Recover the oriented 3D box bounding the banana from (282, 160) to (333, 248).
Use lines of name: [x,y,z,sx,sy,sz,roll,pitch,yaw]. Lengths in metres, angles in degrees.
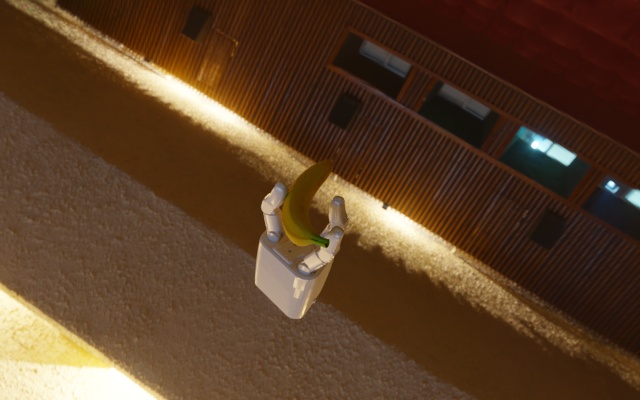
banana: [-0.019,0.003,0.684,0.069,0.037,0.197,4,39,0]
